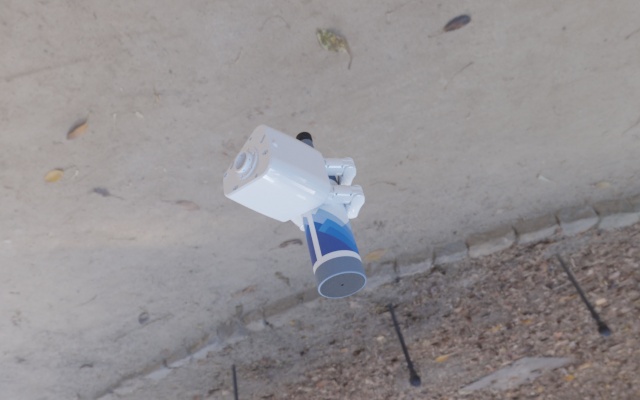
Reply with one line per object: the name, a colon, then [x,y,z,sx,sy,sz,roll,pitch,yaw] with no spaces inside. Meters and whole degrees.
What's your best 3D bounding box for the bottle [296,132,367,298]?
bottle: [0.000,0.003,0.724,0.069,0.295,0.069,-9,-39,-7]
